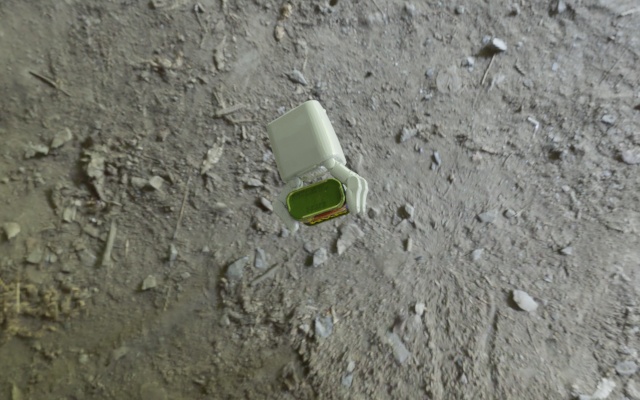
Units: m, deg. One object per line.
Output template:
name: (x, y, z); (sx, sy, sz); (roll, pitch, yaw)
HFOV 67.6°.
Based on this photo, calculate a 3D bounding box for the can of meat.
can of meat: (0.000, 0.003, 0.806); (0.102, 0.057, 0.084); (-19, -11, 10)
